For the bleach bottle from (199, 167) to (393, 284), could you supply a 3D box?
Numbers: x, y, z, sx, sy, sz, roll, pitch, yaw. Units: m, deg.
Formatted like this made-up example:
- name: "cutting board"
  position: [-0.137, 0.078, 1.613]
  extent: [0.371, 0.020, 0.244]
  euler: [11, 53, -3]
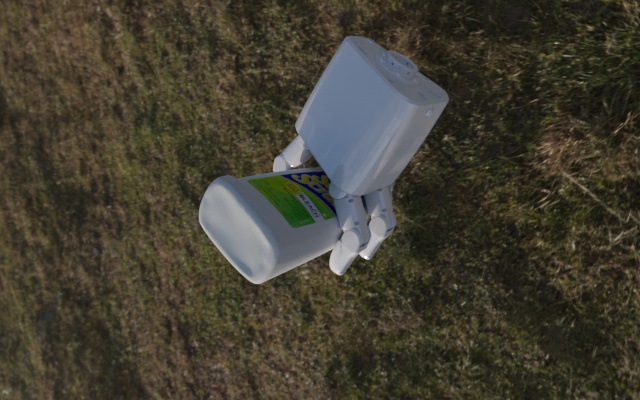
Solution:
- name: "bleach bottle"
  position: [0.000, 0.002, 0.515]
  extent: [0.102, 0.068, 0.251]
  euler: [46, 36, 18]
